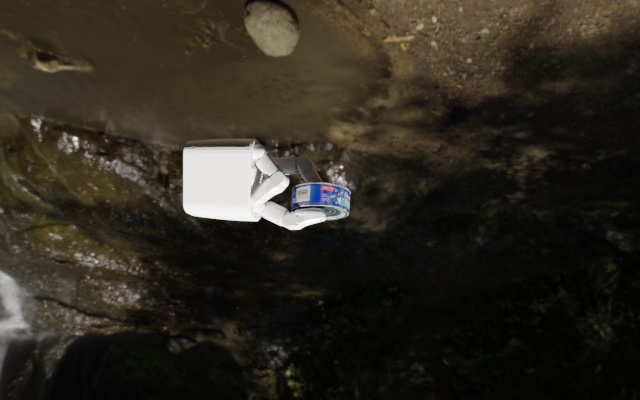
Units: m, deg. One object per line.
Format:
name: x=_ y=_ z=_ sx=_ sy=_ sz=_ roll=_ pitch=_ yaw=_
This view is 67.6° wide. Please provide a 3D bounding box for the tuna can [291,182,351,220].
tuna can: x=0.000 y=0.003 z=0.688 sx=0.086 sy=0.033 sz=0.086 roll=3 pitch=-16 yaw=1
